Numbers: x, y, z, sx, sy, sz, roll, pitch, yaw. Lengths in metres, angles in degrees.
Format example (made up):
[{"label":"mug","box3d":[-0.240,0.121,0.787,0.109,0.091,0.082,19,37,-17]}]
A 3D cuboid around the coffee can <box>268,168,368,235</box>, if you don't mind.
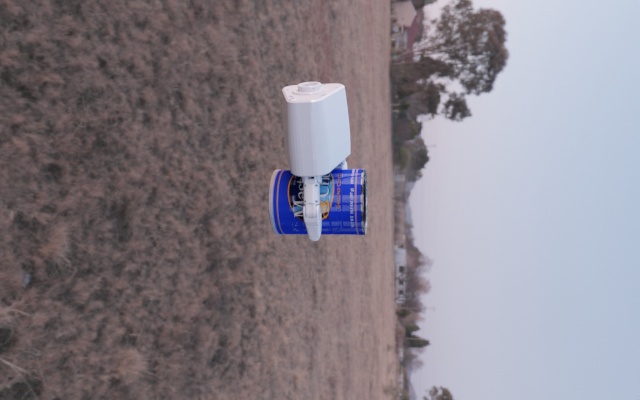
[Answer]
[{"label":"coffee can","box3d":[0.000,0.003,0.739,0.140,0.103,0.103,0,0,9]}]
